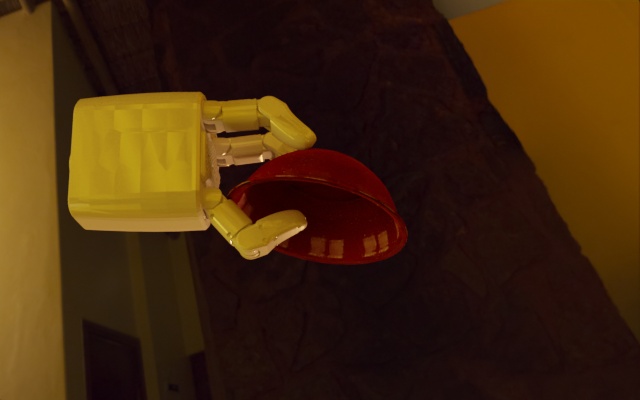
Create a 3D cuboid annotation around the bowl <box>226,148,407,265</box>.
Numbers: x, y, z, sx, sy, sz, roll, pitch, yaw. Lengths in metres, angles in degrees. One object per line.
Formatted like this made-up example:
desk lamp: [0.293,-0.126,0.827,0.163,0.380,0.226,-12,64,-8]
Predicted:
bowl: [0.001,0.001,0.433,0.162,0.055,0.162,10,-29,5]
